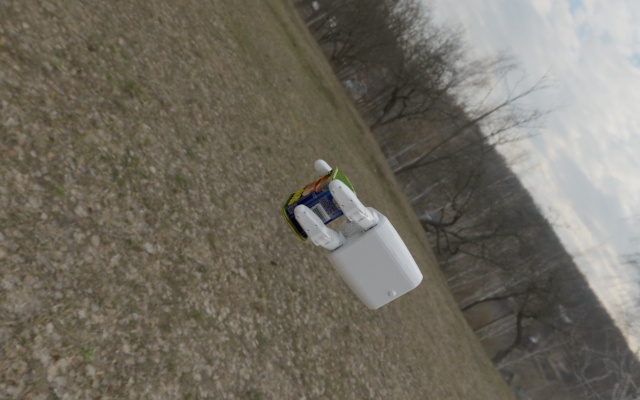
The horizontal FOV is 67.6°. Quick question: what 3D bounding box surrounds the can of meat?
[{"bbox_3d":[0.000,0.002,0.658,0.084,0.057,0.102,-32,10,14],"label":"can of meat"}]
